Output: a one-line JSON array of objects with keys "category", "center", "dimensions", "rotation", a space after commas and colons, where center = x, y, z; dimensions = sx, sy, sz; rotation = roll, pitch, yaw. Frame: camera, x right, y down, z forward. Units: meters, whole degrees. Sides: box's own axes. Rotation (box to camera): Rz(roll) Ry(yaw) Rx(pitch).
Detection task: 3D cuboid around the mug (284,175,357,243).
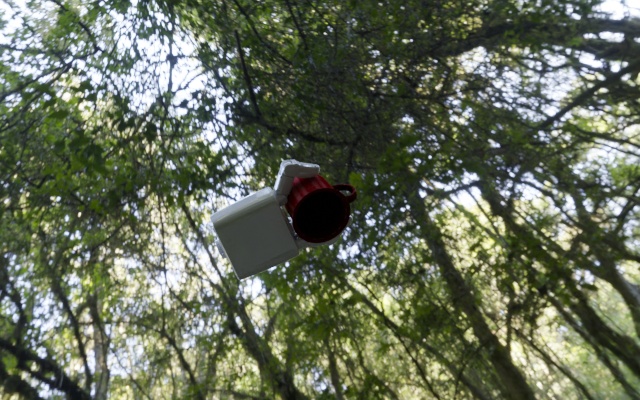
[{"category": "mug", "center": [0.001, 0.002, 0.751], "dimensions": [0.117, 0.093, 0.081], "rotation": [-24, 31, -8]}]
